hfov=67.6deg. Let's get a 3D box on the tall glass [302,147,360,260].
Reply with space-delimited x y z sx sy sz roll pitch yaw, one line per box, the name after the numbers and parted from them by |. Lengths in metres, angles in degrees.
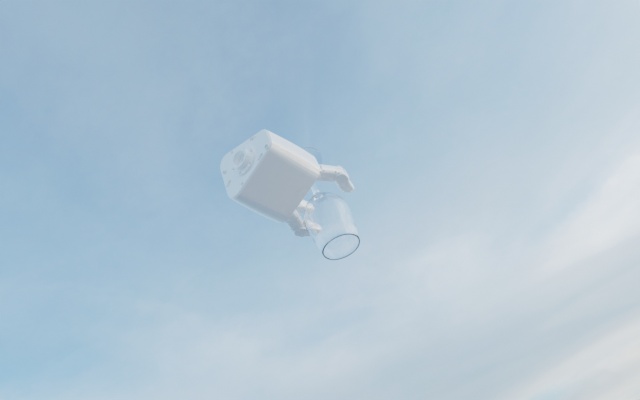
0.000 0.002 0.794 0.079 0.079 0.201 0 44 -27 | tall glass
